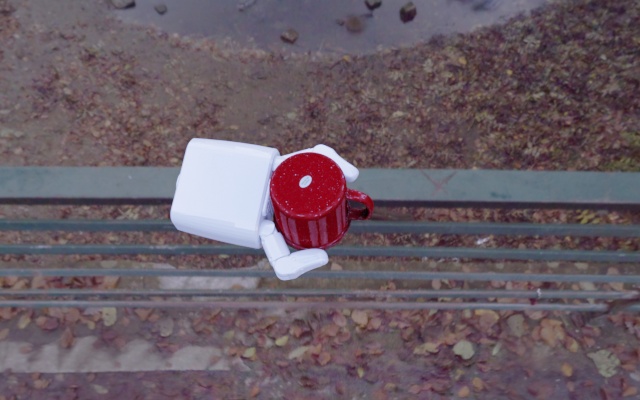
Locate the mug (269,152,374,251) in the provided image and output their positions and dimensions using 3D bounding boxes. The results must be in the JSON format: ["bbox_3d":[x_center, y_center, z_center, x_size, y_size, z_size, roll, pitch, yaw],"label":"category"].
[{"bbox_3d":[0.001,0.002,0.526,0.117,0.093,0.081,9,-25,8],"label":"mug"}]
